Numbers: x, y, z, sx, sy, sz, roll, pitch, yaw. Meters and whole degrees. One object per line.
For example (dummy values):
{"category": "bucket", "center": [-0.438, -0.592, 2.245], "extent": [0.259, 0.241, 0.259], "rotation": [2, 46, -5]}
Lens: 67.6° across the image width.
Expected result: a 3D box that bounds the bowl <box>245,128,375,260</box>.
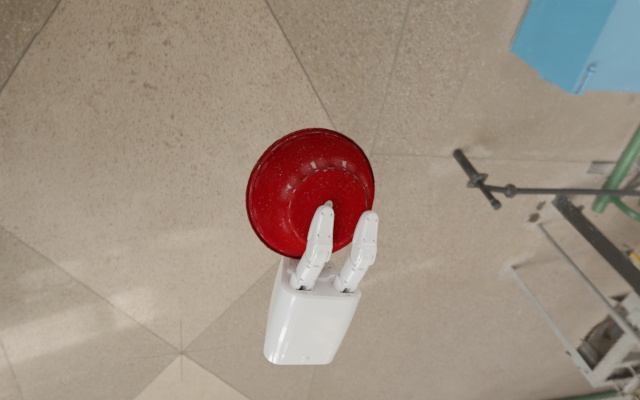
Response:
{"category": "bowl", "center": [0.000, 0.001, 0.539], "extent": [0.162, 0.162, 0.055], "rotation": [0, 16, -21]}
